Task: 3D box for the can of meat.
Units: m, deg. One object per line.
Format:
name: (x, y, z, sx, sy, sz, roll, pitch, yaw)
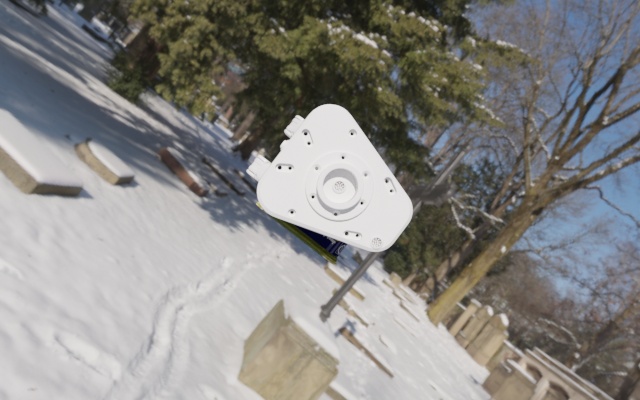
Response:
can of meat: (0.000, 0.001, 0.494, 0.102, 0.084, 0.057, 38, 0, 1)
